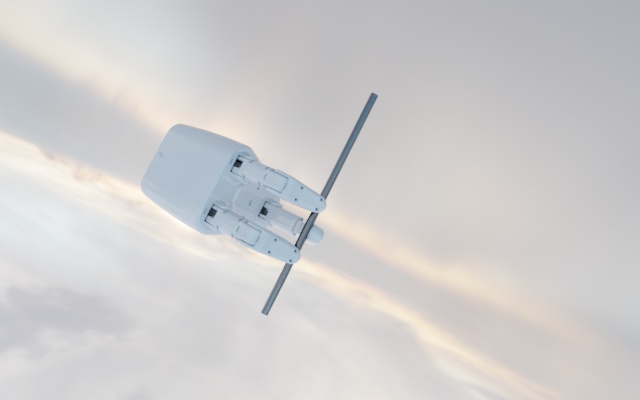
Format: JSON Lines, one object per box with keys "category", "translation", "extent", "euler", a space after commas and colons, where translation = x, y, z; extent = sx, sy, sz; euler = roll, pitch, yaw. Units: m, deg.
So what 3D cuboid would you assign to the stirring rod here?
{"category": "stirring rod", "translation": [0.000, 0.001, 0.467], "extent": [0.011, 0.239, 0.011], "euler": [27, -4, 2]}
